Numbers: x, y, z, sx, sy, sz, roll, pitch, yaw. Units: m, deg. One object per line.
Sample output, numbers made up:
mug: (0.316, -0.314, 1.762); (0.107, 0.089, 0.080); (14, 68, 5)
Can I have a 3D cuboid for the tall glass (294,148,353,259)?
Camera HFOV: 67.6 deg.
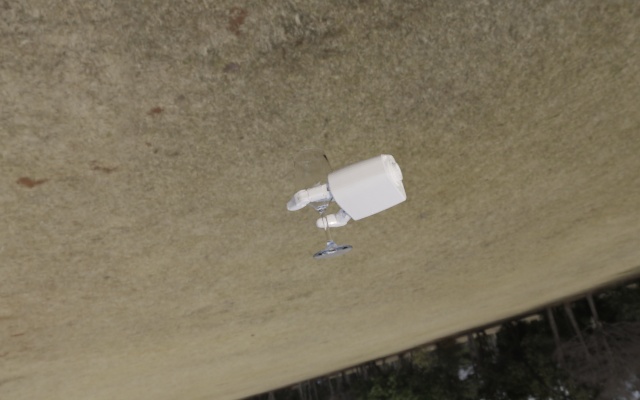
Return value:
tall glass: (0.000, 0.004, 0.898); (0.079, 0.201, 0.079); (-13, -18, -4)
